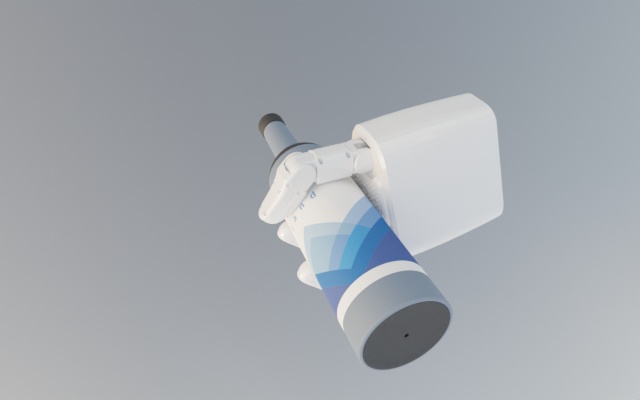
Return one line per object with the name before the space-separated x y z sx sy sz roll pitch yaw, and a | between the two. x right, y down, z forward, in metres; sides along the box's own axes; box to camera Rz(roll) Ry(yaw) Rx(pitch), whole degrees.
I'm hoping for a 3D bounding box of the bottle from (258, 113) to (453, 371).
bottle | 0.000 0.001 0.404 0.069 0.069 0.295 0 34 -26
